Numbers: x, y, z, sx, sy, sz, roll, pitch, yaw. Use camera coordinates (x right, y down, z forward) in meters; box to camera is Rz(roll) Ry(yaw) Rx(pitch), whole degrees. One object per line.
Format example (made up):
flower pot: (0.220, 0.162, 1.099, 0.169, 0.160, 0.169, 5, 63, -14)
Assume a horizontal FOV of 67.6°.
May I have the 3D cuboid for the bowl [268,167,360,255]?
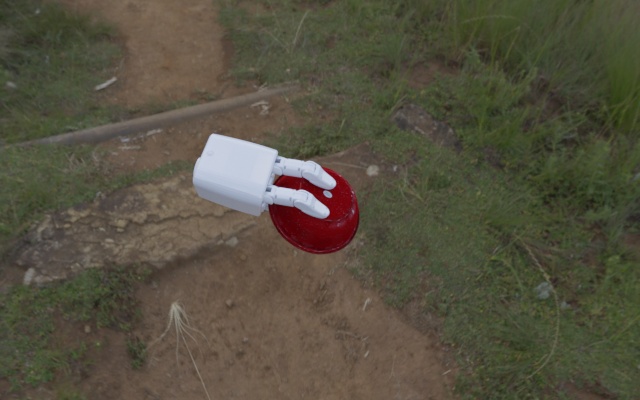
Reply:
bowl: (0.002, 0.003, 0.771, 0.162, 0.162, 0.055, 0, -26, -24)
